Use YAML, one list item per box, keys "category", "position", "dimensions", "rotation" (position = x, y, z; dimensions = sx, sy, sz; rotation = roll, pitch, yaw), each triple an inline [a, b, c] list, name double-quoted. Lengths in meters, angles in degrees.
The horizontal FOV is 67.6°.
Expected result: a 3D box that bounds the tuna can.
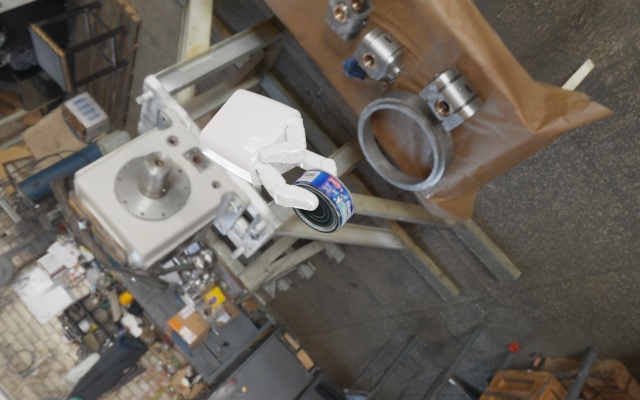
- category: "tuna can"
  position: [0.000, 0.002, 0.630]
  dimensions: [0.086, 0.086, 0.033]
  rotation: [0, 37, 45]
